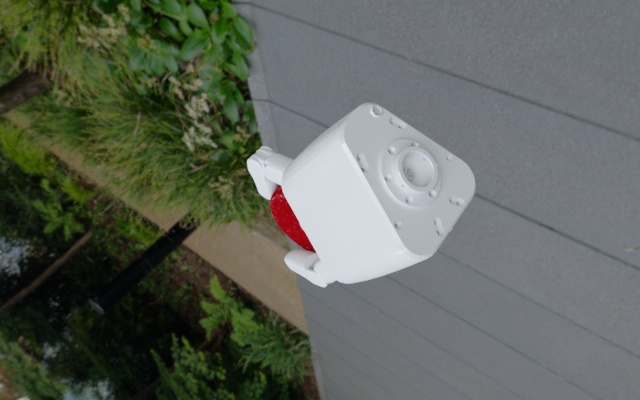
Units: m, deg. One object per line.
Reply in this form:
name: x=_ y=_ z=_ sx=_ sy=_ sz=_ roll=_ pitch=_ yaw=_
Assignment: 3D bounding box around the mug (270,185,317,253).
mug: x=-0.001 y=0.002 z=0.474 sx=0.081 sy=0.093 sz=0.117 roll=-48 pitch=10 yaw=-29
